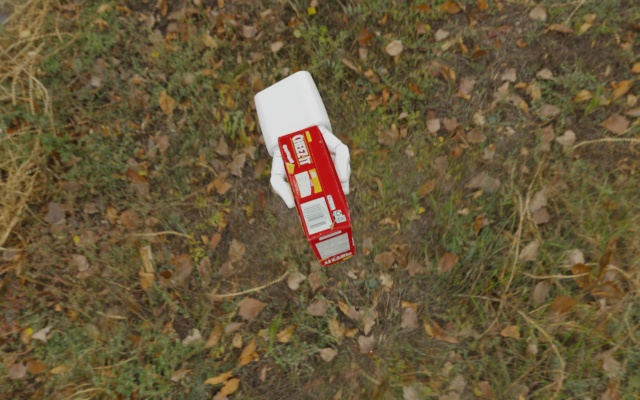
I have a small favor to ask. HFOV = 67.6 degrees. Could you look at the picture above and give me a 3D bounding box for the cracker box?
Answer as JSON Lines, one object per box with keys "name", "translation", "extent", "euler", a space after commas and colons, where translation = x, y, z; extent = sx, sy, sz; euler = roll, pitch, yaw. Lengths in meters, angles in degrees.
{"name": "cracker box", "translation": [0.000, 0.003, 0.763], "extent": [0.072, 0.164, 0.214], "euler": [-18, -18, 0]}
